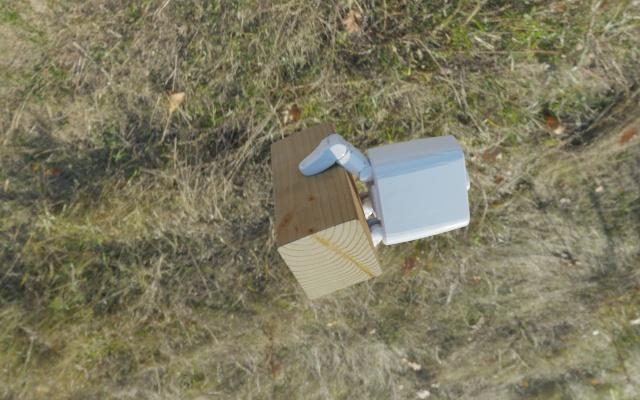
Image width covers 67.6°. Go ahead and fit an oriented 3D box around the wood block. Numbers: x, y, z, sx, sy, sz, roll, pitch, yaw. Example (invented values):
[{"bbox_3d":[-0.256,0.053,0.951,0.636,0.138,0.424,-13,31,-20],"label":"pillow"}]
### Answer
[{"bbox_3d":[0.000,0.002,0.581,0.090,0.091,0.206,-21,37,8],"label":"wood block"}]
